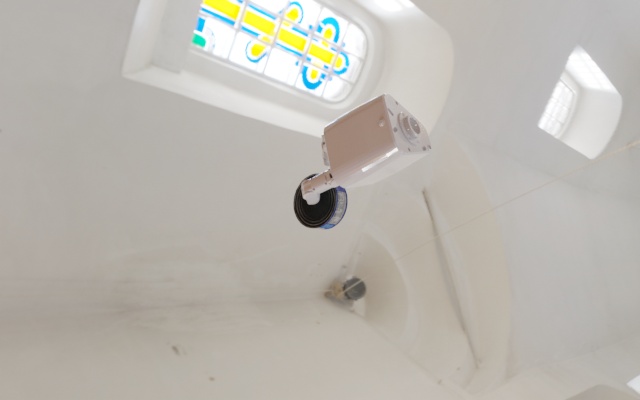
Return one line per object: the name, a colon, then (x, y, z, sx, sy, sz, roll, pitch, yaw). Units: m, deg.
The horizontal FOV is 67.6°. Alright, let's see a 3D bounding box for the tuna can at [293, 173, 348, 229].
tuna can: (0.000, 0.003, 0.750, 0.086, 0.086, 0.034, 0, -7, 39)
